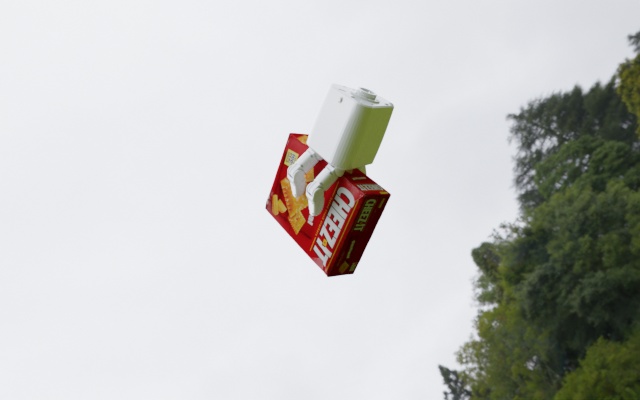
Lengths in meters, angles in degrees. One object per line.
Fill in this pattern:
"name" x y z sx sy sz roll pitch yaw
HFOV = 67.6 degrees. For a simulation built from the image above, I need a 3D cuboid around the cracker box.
"cracker box" 0.000 0.003 0.829 0.072 0.164 0.213 -2 33 -41
